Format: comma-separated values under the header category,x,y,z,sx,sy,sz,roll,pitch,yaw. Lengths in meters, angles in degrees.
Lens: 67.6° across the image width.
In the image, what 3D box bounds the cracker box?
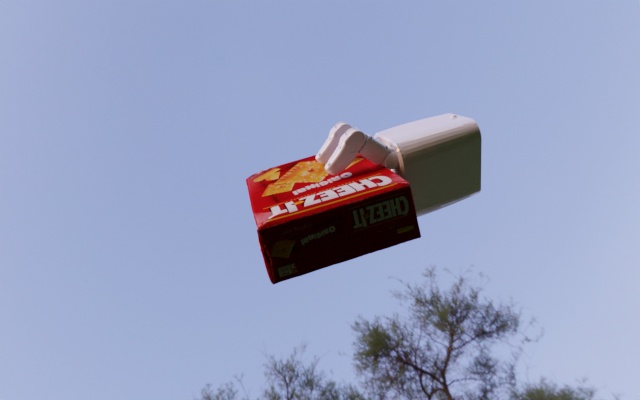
category,x,y,z,sx,sy,sz,roll,pitch,yaw
cracker box,0.000,0.002,0.574,0.164,0.072,0.213,-17,19,-6
